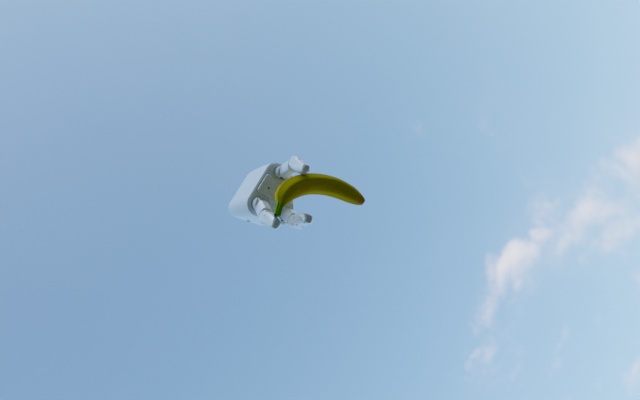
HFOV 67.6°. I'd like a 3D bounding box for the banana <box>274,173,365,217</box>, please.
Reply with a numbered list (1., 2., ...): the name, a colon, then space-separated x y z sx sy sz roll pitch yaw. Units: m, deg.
1. banana: -0.006 -0.015 0.850 0.198 0.069 0.037 -8 -3 -34
